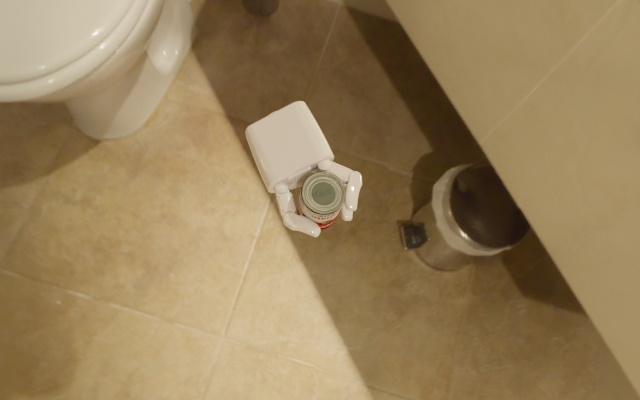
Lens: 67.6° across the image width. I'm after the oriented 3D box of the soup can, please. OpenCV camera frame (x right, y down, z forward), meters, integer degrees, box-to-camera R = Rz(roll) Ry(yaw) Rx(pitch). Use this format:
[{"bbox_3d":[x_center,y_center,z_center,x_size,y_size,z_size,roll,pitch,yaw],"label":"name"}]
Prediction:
[{"bbox_3d":[0.000,0.003,0.742,0.068,0.068,0.102,0,-16,-6],"label":"soup can"}]
